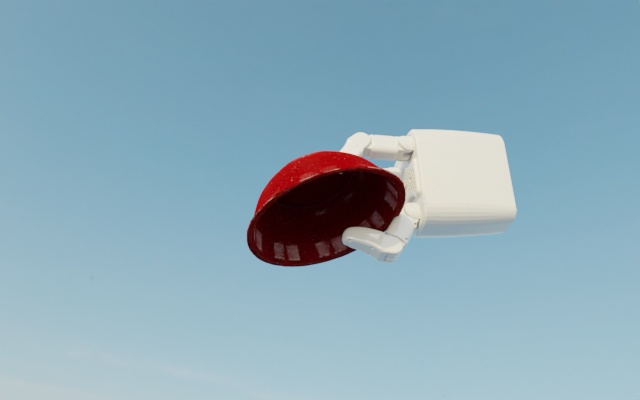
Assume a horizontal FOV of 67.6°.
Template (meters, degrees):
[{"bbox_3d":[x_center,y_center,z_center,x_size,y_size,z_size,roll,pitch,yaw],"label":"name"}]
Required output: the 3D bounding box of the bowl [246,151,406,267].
[{"bbox_3d":[-0.001,0.001,0.476,0.162,0.055,0.162,-15,-33,-10],"label":"bowl"}]
